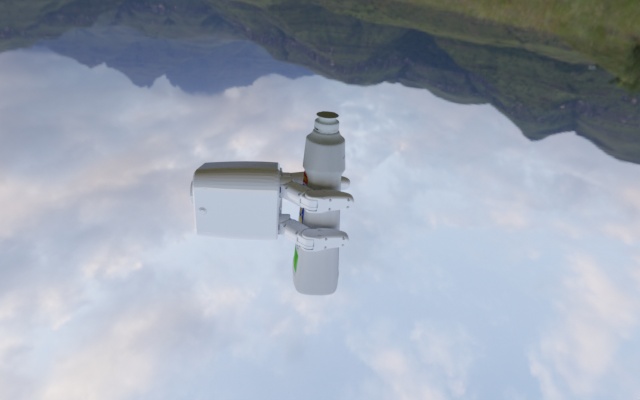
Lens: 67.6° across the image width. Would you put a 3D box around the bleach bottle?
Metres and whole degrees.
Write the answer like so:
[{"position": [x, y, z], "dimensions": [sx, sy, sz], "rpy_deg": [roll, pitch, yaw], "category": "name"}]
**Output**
[{"position": [0.000, 0.002, 0.646], "dimensions": [0.068, 0.251, 0.102], "rpy_deg": [2, 28, -4], "category": "bleach bottle"}]
